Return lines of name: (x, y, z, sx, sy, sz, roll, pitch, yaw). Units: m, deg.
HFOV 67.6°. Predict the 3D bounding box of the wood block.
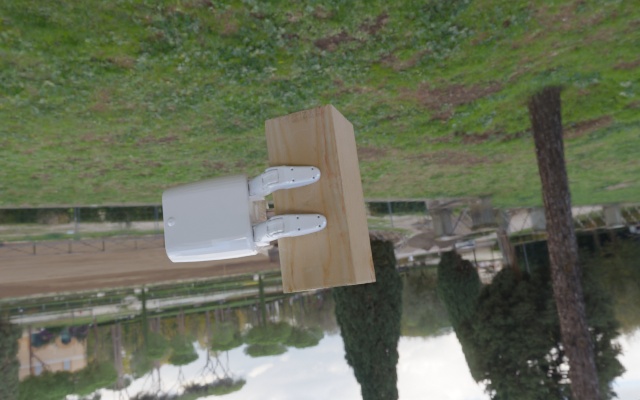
wood block: (0.000, 0.002, 0.582, 0.090, 0.206, 0.091, -11, -11, 18)
